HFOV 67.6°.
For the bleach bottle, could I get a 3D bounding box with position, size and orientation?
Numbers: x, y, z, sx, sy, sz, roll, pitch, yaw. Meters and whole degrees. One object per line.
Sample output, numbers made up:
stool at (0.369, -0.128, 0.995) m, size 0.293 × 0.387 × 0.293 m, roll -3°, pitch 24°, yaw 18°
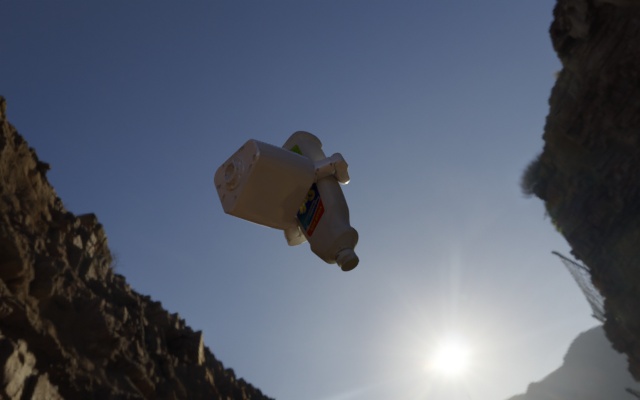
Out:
bleach bottle at (0.000, 0.003, 0.755) m, size 0.068 × 0.102 × 0.250 m, roll 19°, pitch 30°, yaw -42°
